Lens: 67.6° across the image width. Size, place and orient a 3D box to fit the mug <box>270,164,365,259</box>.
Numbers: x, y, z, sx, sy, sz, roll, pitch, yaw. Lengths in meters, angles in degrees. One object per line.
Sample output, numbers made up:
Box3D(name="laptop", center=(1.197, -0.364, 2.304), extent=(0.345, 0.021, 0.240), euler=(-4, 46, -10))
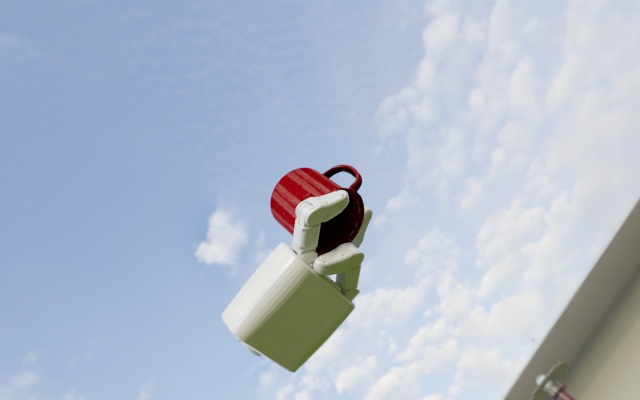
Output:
Box3D(name="mug", center=(0.001, 0.001, 0.578), extent=(0.081, 0.117, 0.093), euler=(37, -7, 44))
